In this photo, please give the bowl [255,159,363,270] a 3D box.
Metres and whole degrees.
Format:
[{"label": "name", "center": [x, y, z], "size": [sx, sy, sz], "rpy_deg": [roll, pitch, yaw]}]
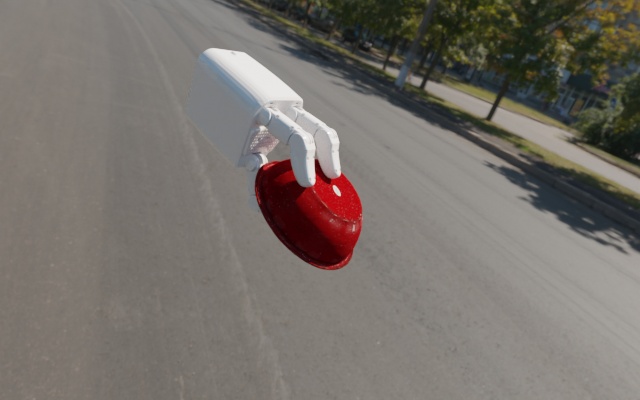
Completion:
[{"label": "bowl", "center": [0.001, 0.003, 0.583], "size": [0.055, 0.162, 0.162], "rpy_deg": [-39, -22, 29]}]
